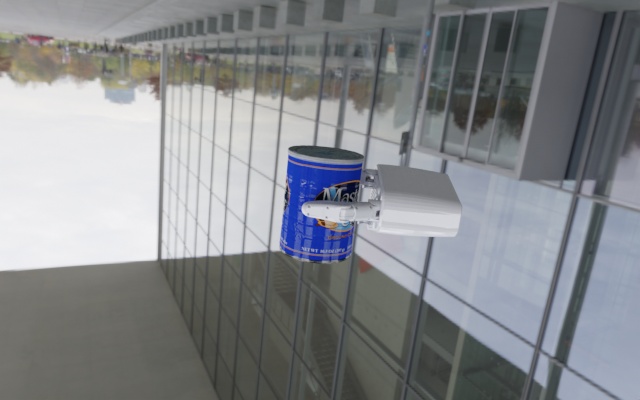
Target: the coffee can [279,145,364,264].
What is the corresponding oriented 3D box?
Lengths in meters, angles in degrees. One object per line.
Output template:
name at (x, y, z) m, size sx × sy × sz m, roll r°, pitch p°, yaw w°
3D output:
coffee can at (0.000, 0.002, 0.654) m, size 0.103 × 0.140 × 0.102 m, roll 6°, pitch 14°, yaw -2°
